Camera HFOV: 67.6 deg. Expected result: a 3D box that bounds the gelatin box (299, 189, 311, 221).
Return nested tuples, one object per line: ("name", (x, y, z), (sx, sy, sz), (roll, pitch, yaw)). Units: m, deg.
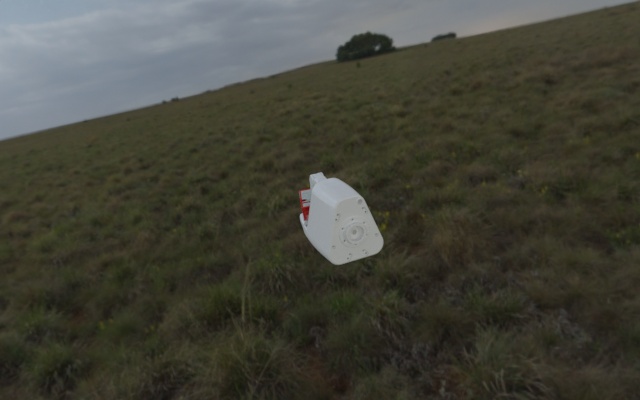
("gelatin box", (0.000, 0.002, 0.891), (0.073, 0.030, 0.089), (-11, 23, -2))
